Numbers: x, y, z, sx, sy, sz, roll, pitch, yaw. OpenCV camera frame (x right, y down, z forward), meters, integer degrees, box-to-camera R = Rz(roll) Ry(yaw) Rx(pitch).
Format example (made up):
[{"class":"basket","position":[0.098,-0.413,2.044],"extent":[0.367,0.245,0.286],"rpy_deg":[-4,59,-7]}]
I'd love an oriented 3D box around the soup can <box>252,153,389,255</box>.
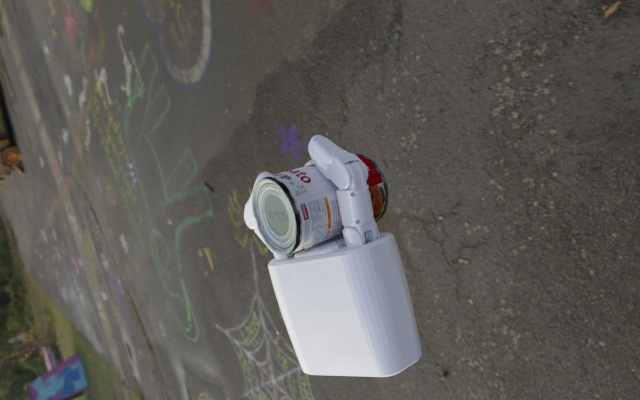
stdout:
[{"class":"soup can","position":[0.000,0.001,0.417],"extent":[0.102,0.068,0.068],"rpy_deg":[-18,11,-36]}]
